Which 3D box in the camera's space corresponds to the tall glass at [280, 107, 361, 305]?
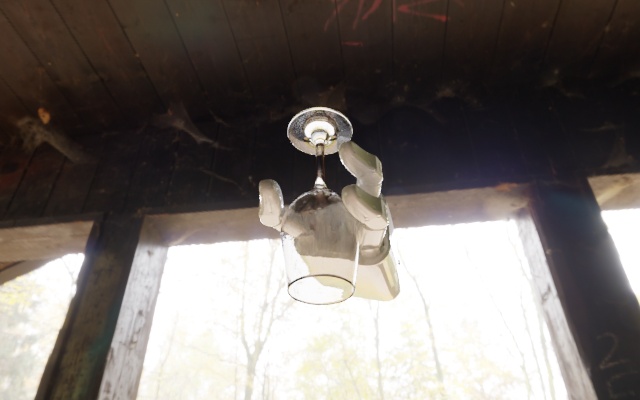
[{"bbox_3d":[0.000,0.001,0.486,0.079,0.200,0.079,0,-37,0],"label":"tall glass"}]
